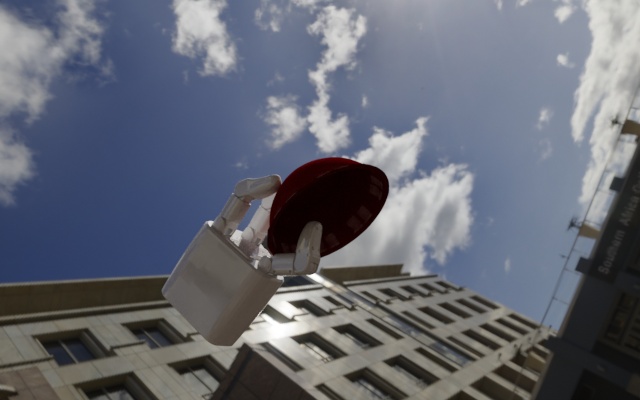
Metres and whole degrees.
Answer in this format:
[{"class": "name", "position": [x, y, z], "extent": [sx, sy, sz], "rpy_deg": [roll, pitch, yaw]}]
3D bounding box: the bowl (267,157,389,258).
[{"class": "bowl", "position": [0.001, 0.001, 0.570], "extent": [0.162, 0.162, 0.055], "rpy_deg": [0, 44, -40]}]
